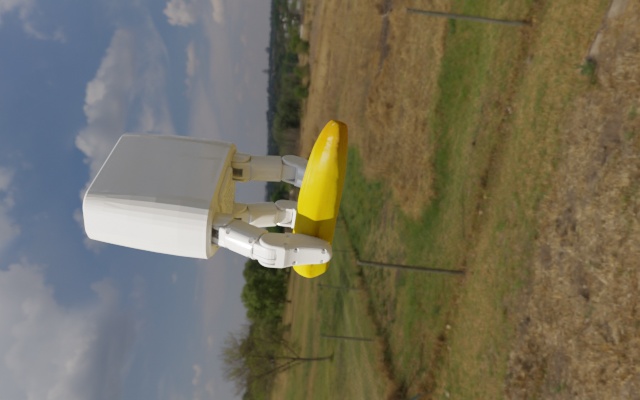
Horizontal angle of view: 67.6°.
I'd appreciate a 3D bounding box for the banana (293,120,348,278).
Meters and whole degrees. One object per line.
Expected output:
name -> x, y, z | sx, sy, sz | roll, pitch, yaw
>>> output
banana -> -0.003, 0.018, 0.431 | 0.037, 0.069, 0.198 | 11, -37, 3
